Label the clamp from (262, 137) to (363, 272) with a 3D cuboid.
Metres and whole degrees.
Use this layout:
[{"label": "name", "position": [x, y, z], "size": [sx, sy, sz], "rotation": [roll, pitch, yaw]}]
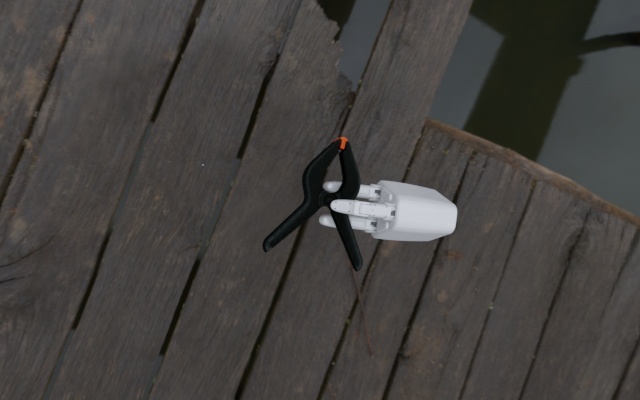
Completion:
[{"label": "clamp", "position": [0.001, 0.002, 0.749], "size": [0.164, 0.210, 0.036], "rotation": [7, 3, -15]}]
